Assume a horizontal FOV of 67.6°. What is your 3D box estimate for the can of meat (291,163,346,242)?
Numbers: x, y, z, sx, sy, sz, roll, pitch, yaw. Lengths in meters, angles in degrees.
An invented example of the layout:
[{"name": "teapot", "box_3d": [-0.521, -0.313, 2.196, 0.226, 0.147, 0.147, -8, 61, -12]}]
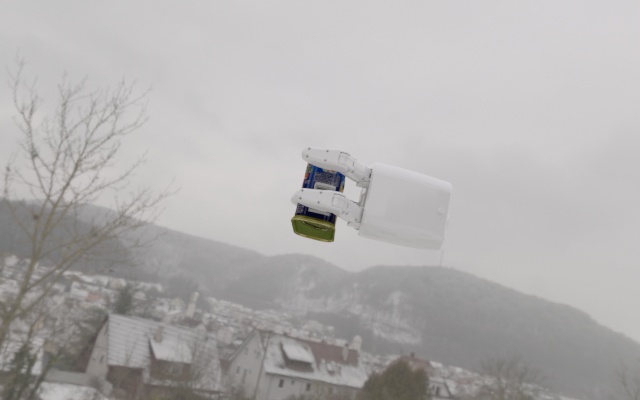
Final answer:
[{"name": "can of meat", "box_3d": [0.000, 0.002, 0.634, 0.057, 0.084, 0.102, 13, -16, 4]}]
